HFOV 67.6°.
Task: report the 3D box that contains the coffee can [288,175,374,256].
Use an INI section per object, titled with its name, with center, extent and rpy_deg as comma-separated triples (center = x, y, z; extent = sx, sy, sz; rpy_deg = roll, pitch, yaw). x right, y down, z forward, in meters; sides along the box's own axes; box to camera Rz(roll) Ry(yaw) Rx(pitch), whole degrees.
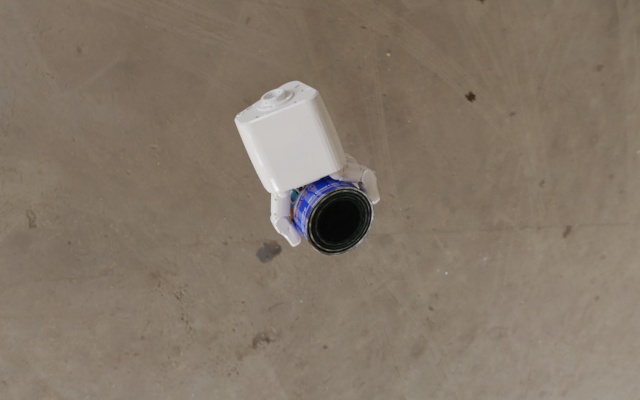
[coffee can]
center = 0.000, 0.002, 0.698
extent = 0.103, 0.103, 0.140
rpy_deg = 0, 23, -26
